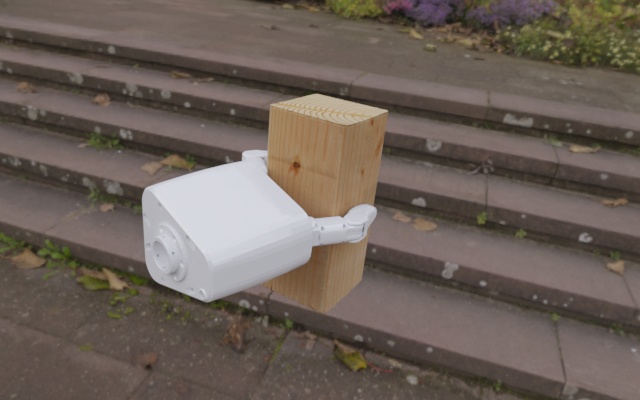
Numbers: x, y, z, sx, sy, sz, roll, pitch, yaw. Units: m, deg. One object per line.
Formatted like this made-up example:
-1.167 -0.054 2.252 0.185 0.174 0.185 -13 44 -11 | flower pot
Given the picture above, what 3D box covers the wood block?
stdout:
0.000 0.002 0.514 0.091 0.206 0.090 20 28 27 | wood block
